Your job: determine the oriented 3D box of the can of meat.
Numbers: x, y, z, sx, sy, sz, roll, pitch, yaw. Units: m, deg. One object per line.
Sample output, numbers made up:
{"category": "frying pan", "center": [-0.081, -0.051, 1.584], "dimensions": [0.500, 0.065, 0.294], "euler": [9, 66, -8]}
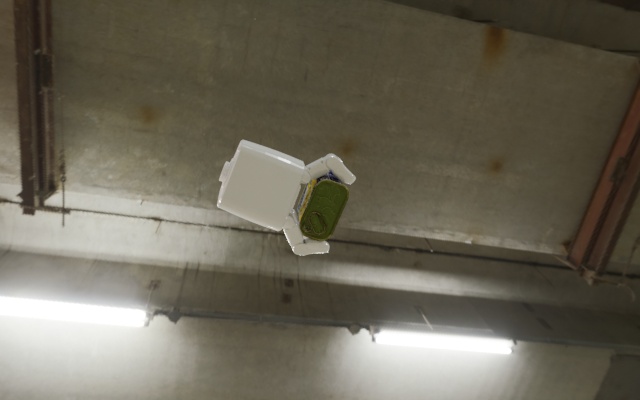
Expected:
{"category": "can of meat", "center": [0.000, 0.002, 0.787], "dimensions": [0.057, 0.102, 0.084], "euler": [18, 17, -14]}
